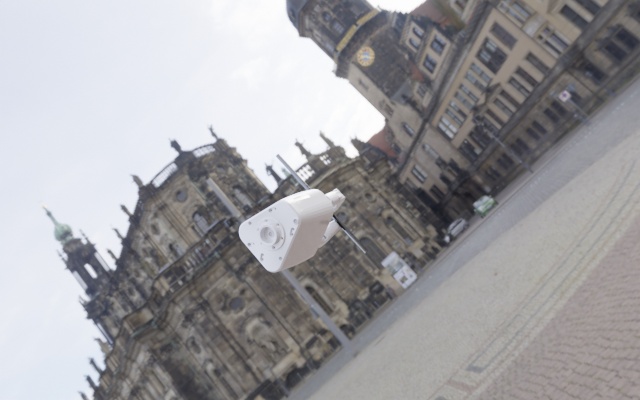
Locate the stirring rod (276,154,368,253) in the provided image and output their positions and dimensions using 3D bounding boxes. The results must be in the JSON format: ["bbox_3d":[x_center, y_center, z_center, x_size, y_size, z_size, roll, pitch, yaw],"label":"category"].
[{"bbox_3d":[0.000,0.003,0.852,0.011,0.239,0.011,-40,-13,-11],"label":"stirring rod"}]
